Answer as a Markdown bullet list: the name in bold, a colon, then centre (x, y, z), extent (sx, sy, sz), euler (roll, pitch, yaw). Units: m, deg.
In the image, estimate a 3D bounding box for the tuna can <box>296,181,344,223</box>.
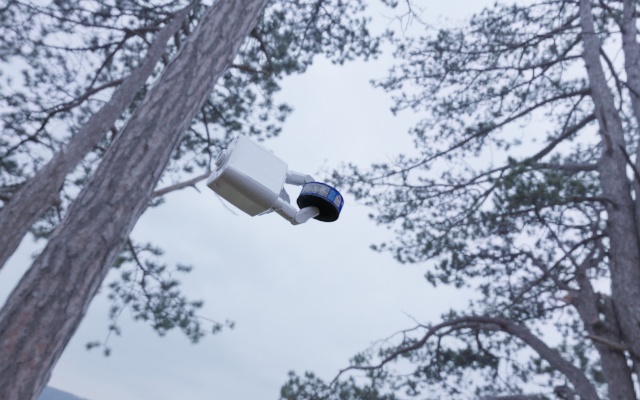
- **tuna can**: centre (0.000, 0.002, 0.889), extent (0.086, 0.033, 0.086), euler (18, -31, 11)
